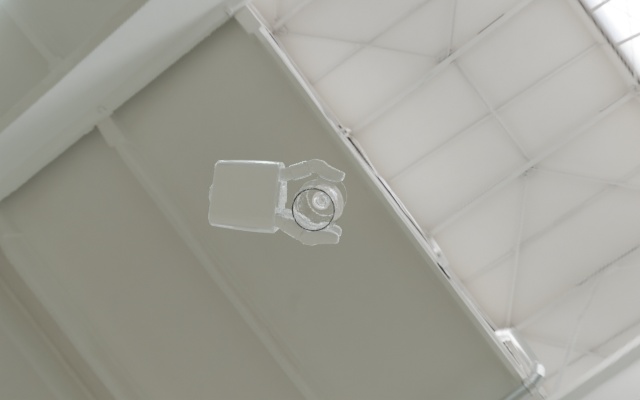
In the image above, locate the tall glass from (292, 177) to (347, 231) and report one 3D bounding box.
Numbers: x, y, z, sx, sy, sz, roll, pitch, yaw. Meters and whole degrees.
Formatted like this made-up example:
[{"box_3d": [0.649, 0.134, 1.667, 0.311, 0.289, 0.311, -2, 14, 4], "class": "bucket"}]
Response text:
[{"box_3d": [0.000, 0.002, 0.769, 0.079, 0.079, 0.201, 0, 6, 6], "class": "tall glass"}]
